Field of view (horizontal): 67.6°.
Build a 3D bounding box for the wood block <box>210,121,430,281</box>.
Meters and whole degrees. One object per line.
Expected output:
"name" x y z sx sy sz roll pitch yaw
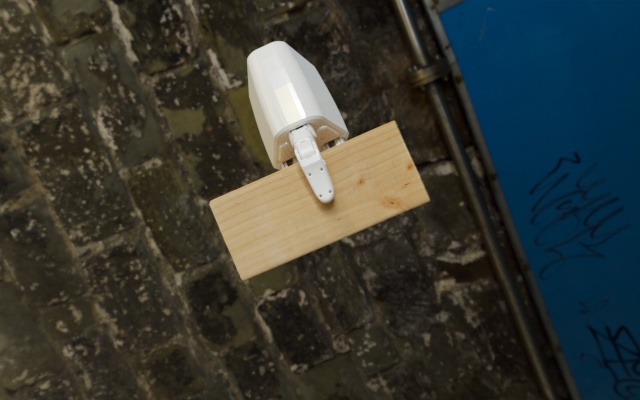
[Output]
"wood block" 0.000 0.001 0.520 0.206 0.090 0.091 -24 -2 3
